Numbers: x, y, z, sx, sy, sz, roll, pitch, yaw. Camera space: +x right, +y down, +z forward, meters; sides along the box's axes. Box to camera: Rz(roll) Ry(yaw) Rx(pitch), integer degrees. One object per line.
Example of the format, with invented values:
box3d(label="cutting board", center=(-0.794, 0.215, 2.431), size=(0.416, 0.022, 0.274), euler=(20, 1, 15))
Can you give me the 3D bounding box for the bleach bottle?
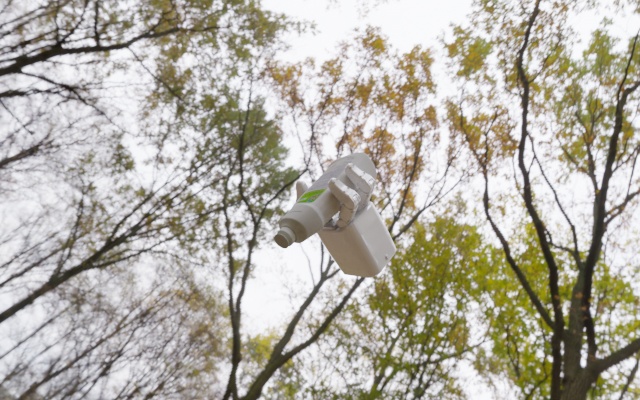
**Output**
box3d(label="bleach bottle", center=(0.000, 0.003, 0.835), size=(0.102, 0.068, 0.250), euler=(-18, 19, 45))
